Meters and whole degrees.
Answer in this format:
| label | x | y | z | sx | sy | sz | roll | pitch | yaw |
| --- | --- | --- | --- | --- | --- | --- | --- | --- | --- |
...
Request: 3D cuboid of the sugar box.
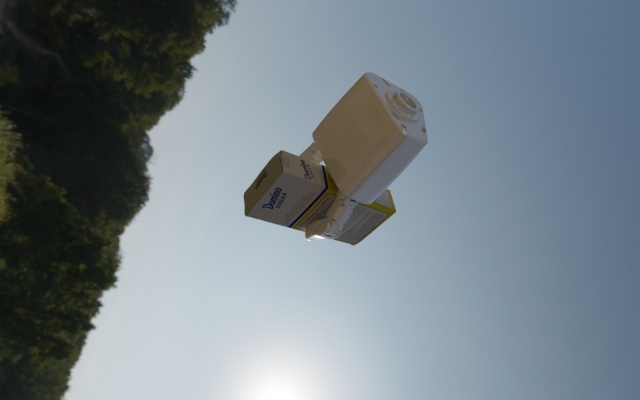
| label | x | y | z | sx | sy | sz | roll | pitch | yaw |
| --- | --- | --- | --- | --- | --- | --- | --- | --- | --- |
| sugar box | 0.000 | 0.002 | 0.616 | 0.176 | 0.048 | 0.093 | 20 | -47 | -30 |
